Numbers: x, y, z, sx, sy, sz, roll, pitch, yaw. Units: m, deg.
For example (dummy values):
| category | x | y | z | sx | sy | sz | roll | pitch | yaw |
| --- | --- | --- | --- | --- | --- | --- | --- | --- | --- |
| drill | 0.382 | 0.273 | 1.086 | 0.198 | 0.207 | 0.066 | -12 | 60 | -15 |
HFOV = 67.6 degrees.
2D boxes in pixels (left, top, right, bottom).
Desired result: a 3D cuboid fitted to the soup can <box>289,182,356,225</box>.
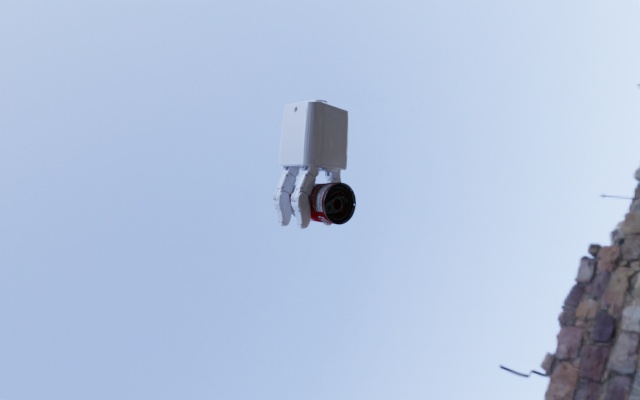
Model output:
| category | x | y | z | sx | sy | sz | roll | pitch | yaw |
| --- | --- | --- | --- | --- | --- | --- | --- | --- | --- |
| soup can | 0.000 | 0.003 | 0.797 | 0.068 | 0.068 | 0.102 | 0 | 3 | -39 |
